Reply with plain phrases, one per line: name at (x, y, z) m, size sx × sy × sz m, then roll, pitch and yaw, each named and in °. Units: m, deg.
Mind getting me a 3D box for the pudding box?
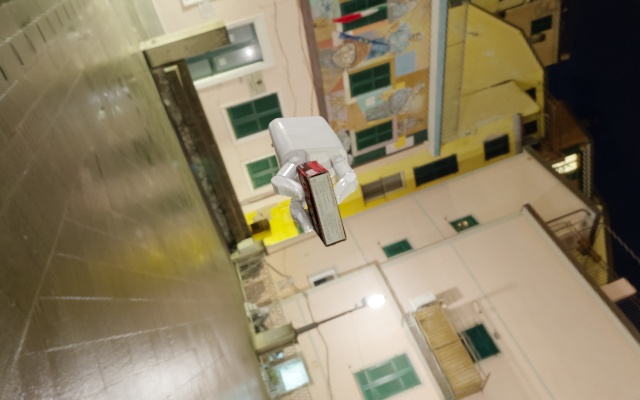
pudding box at (0.000, 0.002, 0.723) m, size 0.039 × 0.113 × 0.090 m, roll -19°, pitch 18°, yaw -7°
